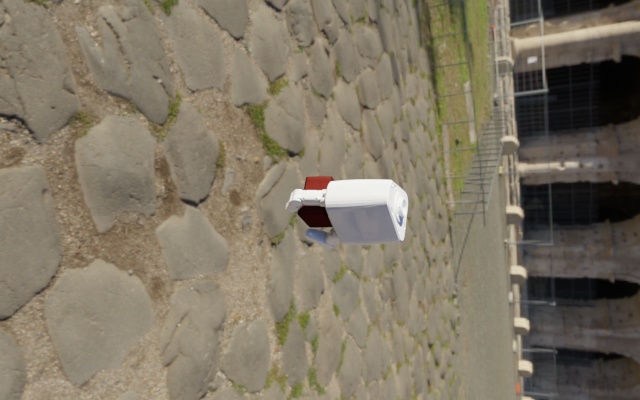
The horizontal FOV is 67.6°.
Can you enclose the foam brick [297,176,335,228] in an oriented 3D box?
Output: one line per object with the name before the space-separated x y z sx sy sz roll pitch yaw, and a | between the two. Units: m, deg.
foam brick | 0.000 0.002 0.837 0.051 0.078 0.053 -3 -31 26
